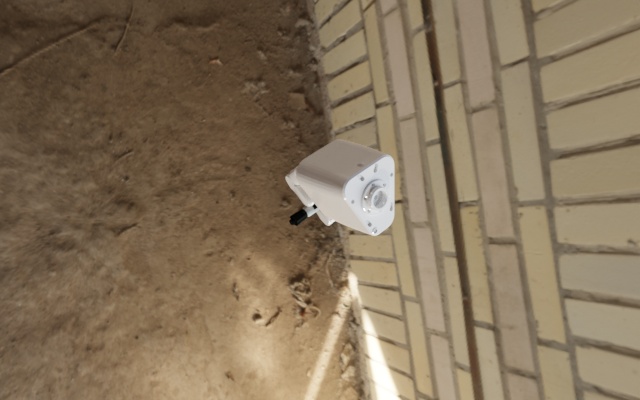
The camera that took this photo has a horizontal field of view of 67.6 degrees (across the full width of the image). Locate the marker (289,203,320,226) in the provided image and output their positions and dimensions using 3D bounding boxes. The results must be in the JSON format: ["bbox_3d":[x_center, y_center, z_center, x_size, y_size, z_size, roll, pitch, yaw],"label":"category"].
[{"bbox_3d":[0.000,0.002,0.752,0.121,0.020,0.020,-35,16,-23],"label":"marker"}]
